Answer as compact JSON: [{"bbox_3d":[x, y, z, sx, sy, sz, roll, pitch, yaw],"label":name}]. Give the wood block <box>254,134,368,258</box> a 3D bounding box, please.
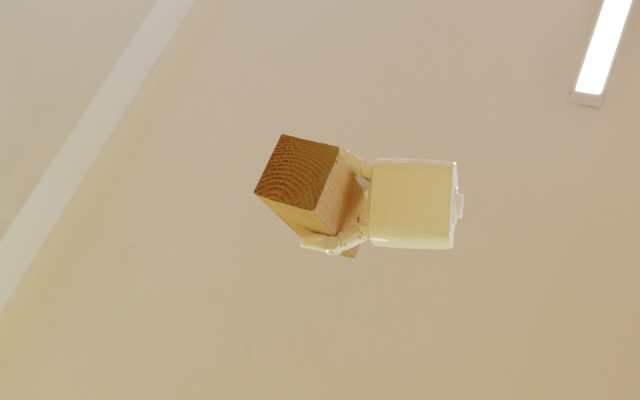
[{"bbox_3d":[0.000,0.003,0.679,0.090,0.090,0.206,16,-17,24],"label":"wood block"}]
